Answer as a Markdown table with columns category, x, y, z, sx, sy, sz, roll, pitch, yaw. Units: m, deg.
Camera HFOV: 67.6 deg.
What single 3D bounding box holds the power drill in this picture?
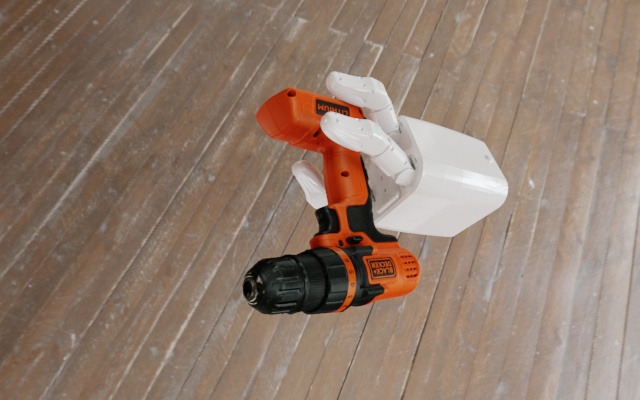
| category | x | y | z | sx | sy | sz | roll | pitch | yaw |
| --- | --- | --- | --- | --- | --- | --- | --- | --- | --- |
| power drill | 0.000 | 0.001 | 0.409 | 0.184 | 0.187 | 0.057 | 4 | -23 | -46 |
